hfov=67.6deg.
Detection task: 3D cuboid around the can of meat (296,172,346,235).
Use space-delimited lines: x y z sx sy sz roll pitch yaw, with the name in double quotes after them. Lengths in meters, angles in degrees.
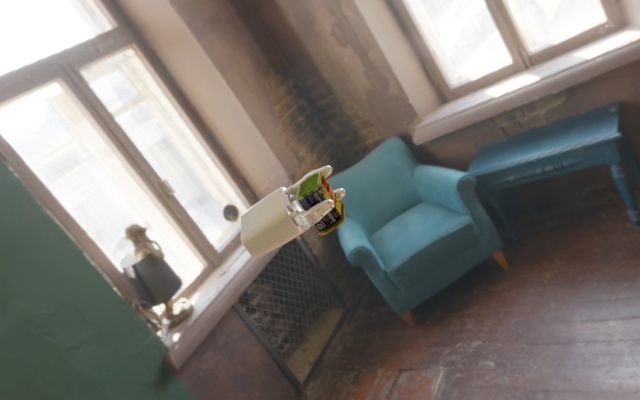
0.000 0.003 0.887 0.057 0.084 0.102 -31 16 13 "can of meat"
